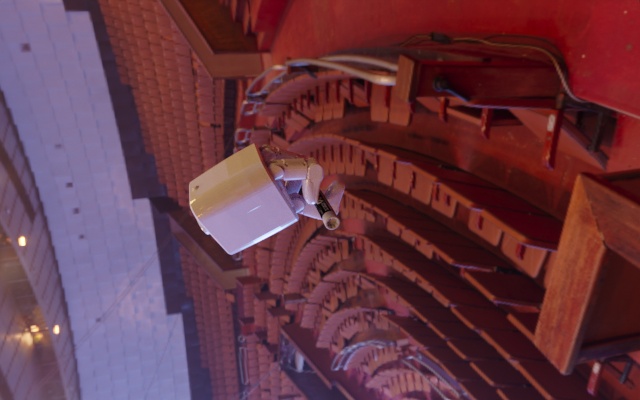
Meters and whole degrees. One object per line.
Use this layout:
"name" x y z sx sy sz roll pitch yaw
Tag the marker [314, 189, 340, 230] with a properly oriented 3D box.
"marker" 0.000 0.002 0.630 0.020 0.020 0.121 0 25 -16
